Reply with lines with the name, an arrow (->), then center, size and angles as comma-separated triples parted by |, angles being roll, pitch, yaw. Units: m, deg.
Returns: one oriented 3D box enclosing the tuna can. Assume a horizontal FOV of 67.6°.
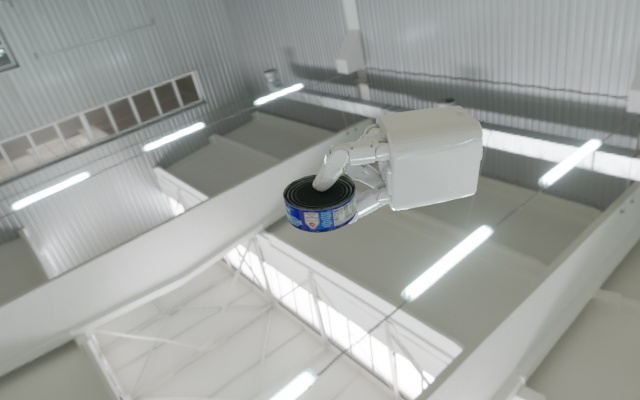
tuna can -> 0.000, 0.002, 0.569 | 0.086, 0.034, 0.086 | -5, 30, 3
